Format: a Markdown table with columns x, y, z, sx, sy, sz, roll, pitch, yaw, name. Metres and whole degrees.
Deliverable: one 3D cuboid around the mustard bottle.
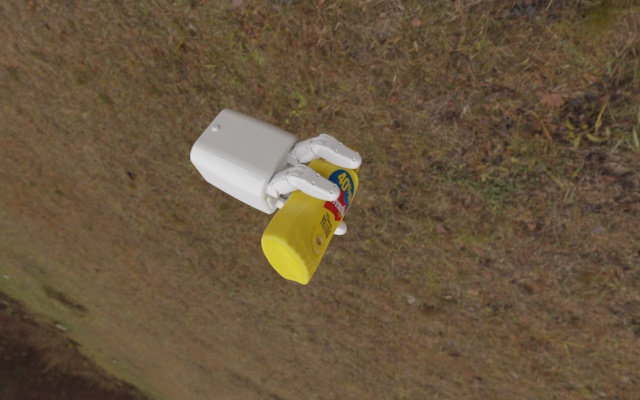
| x | y | z | sx | sy | sz | roll | pitch | yaw | name |
| --- | --- | --- | --- | --- | --- | --- | --- | --- | --- |
| 0.000 | 0.002 | 0.597 | 0.058 | 0.191 | 0.096 | 12 | -36 | 28 | mustard bottle |
